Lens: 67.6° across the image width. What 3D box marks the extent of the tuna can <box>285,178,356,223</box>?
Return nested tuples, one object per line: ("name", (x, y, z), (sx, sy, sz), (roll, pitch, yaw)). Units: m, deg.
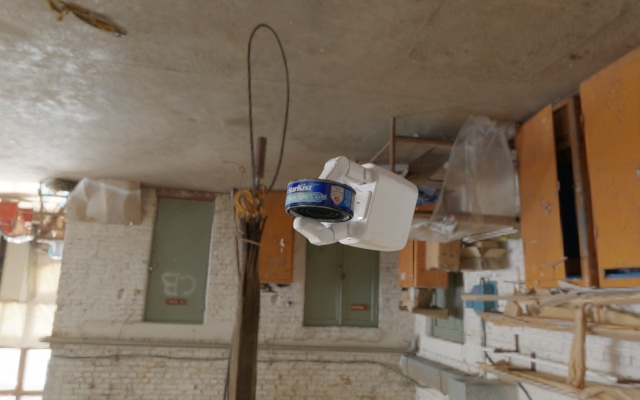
("tuna can", (0.000, 0.002, 0.588), (0.086, 0.033, 0.086), (6, -15, 2))
